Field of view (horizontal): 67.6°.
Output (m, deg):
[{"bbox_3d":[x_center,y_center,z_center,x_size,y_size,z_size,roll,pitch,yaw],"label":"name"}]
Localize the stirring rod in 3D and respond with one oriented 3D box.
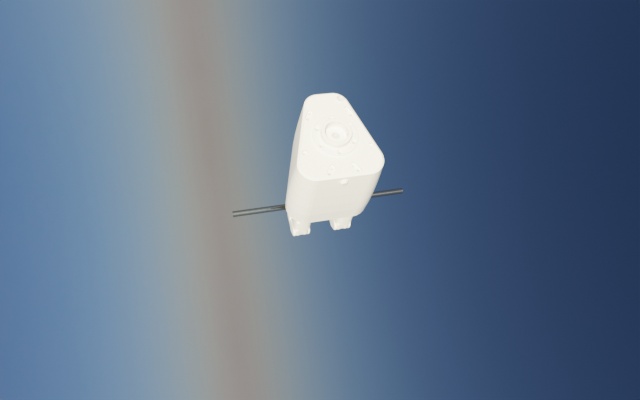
[{"bbox_3d":[0.000,0.002,0.659,0.239,0.011,0.011,-8,2,-12],"label":"stirring rod"}]
